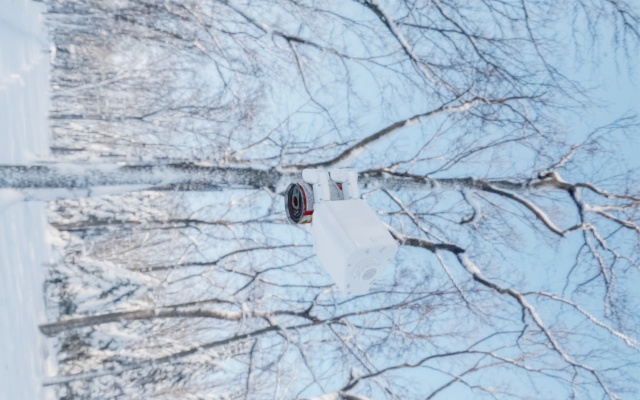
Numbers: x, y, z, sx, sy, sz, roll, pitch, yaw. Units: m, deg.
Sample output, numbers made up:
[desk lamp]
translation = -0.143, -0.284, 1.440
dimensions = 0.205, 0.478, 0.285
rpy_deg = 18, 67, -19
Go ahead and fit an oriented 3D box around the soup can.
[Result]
[soup can]
translation = 0.000, 0.002, 0.793
dimensions = 0.102, 0.068, 0.068
rpy_deg = -3, 2, -29
